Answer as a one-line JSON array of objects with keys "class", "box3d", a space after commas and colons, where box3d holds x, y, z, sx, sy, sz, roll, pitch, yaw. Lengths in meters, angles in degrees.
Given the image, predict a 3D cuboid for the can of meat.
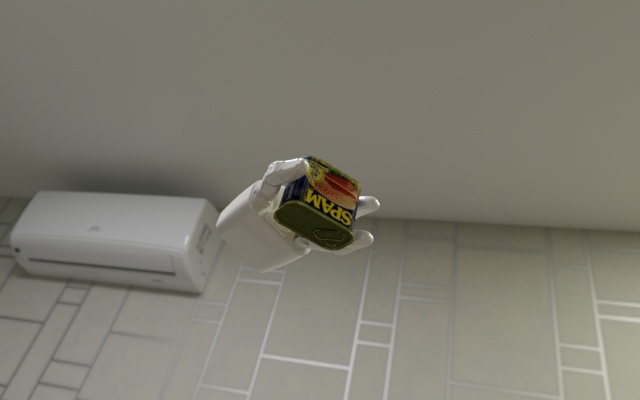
[{"class": "can of meat", "box3d": [0.000, 0.002, 0.609, 0.102, 0.084, 0.057, 31, -40, -20]}]
